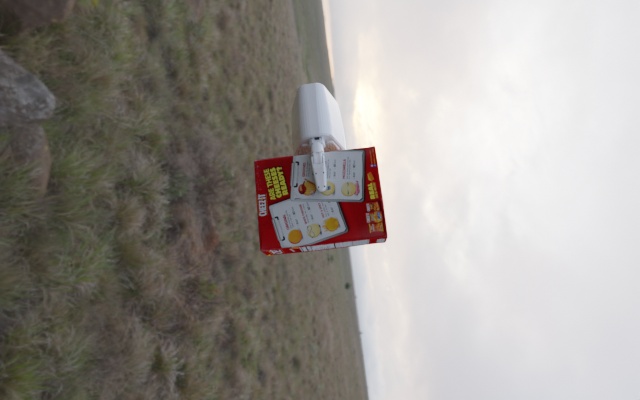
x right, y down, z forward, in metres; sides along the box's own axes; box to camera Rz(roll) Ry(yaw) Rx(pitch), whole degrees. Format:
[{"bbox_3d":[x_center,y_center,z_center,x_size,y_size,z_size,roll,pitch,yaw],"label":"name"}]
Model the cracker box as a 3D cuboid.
[{"bbox_3d":[0.000,0.003,0.833,0.214,0.164,0.072,-7,-16,3],"label":"cracker box"}]
